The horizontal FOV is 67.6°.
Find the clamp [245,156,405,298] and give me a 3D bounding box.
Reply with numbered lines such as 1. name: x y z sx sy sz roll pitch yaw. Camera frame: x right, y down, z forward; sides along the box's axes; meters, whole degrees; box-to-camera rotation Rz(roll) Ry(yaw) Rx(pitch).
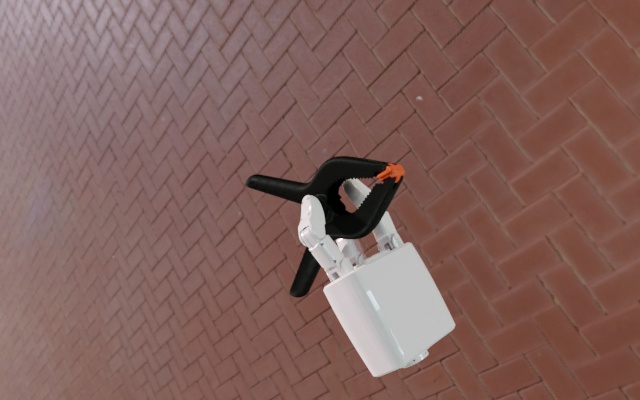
1. clamp: 0.000 0.002 0.552 0.210 0.164 0.036 -37 -13 34
